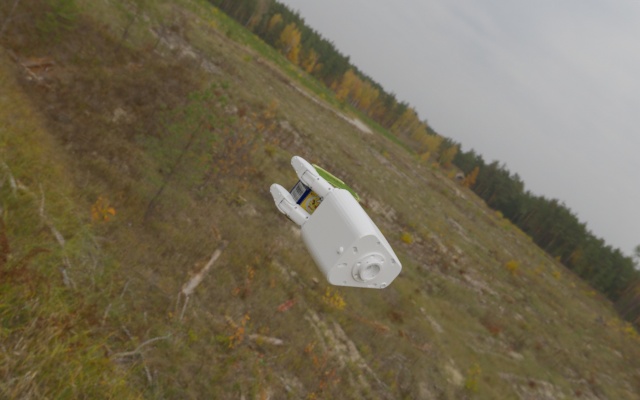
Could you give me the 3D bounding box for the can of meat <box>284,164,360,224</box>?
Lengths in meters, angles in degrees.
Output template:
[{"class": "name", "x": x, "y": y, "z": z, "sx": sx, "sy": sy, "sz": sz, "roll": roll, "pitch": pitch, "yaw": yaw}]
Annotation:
[{"class": "can of meat", "x": 0.000, "y": 0.002, "z": 0.754, "sx": 0.102, "sy": 0.084, "sz": 0.057, "roll": 30, "pitch": 17, "yaw": -32}]
